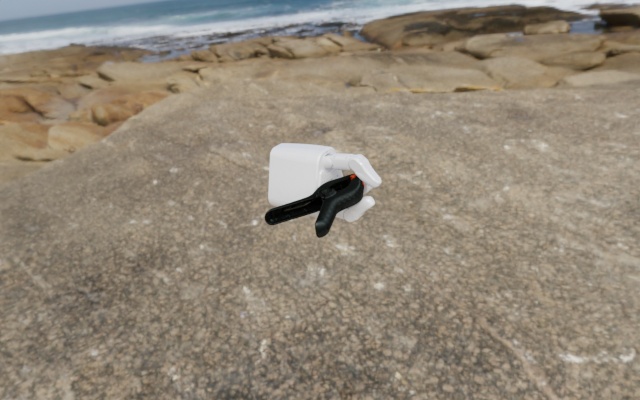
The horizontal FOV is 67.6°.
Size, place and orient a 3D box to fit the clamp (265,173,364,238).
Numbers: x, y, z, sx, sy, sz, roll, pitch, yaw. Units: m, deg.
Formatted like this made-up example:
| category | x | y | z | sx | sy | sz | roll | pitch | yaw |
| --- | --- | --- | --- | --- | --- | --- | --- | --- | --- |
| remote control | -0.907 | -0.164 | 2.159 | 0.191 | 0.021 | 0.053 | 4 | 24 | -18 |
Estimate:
| category | x | y | z | sx | sy | sz | roll | pitch | yaw |
| --- | --- | --- | --- | --- | --- | --- | --- | --- | --- |
| clamp | 0.000 | 0.002 | 0.728 | 0.120 | 0.039 | 0.171 | 11 | 30 | 33 |
